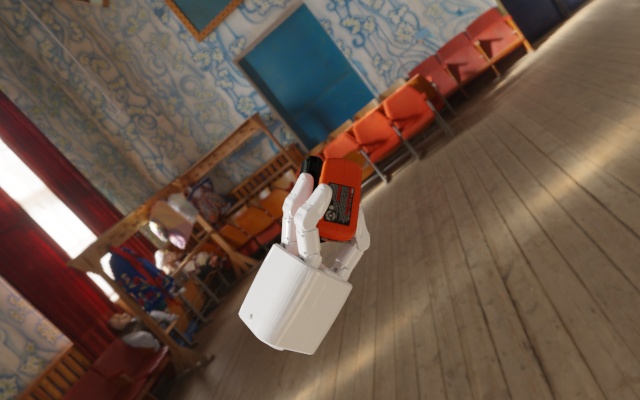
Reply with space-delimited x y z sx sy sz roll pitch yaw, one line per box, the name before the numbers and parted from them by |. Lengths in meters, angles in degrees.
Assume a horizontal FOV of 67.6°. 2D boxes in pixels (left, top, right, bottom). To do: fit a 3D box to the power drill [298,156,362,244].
power drill | 0.000 0.002 0.680 0.057 0.184 0.188 10 -15 -14
